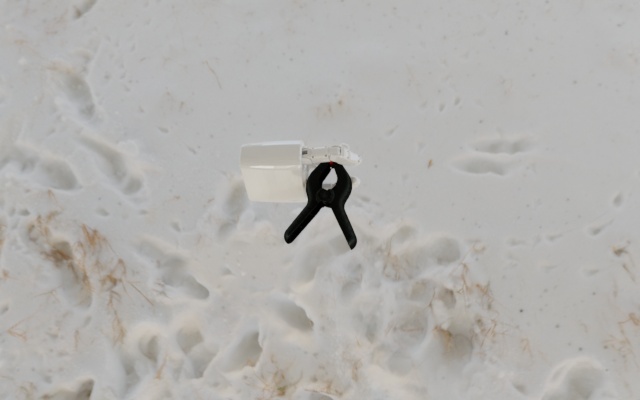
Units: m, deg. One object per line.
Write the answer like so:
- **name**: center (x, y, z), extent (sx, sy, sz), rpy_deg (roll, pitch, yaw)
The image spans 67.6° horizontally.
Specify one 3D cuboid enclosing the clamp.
- **clamp**: center (0.000, 0.002, 0.796), extent (0.120, 0.171, 0.039), rpy_deg (-2, -26, 6)
